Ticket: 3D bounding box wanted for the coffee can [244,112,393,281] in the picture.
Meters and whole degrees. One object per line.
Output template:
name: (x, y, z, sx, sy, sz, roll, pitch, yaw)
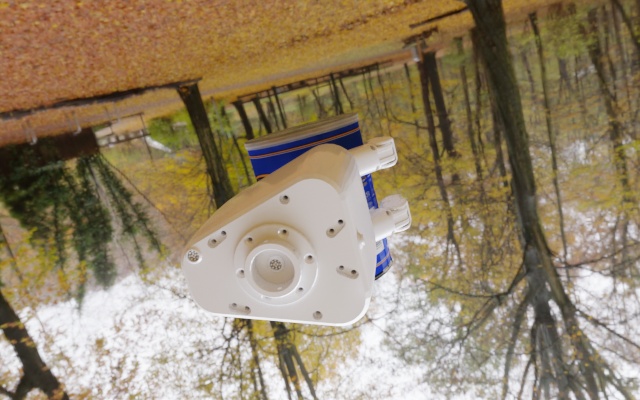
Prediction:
coffee can: (0.000, 0.001, 0.433, 0.103, 0.140, 0.102, -14, 12, 3)
